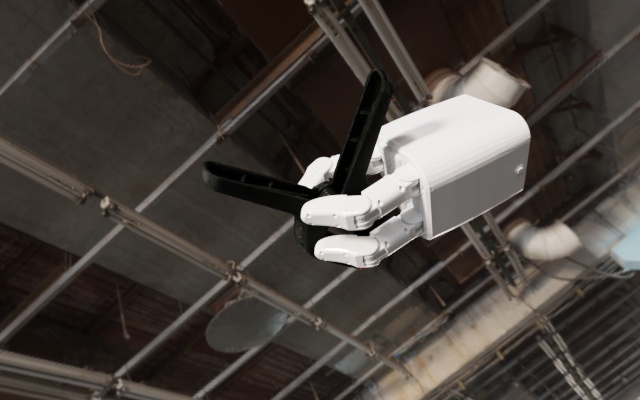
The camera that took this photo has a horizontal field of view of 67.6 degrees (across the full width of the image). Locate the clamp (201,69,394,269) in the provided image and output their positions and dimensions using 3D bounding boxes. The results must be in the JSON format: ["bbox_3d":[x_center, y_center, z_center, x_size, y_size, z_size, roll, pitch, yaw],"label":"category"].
[{"bbox_3d":[0.000,0.001,0.431,0.164,0.210,0.036,-23,46,-6],"label":"clamp"}]
